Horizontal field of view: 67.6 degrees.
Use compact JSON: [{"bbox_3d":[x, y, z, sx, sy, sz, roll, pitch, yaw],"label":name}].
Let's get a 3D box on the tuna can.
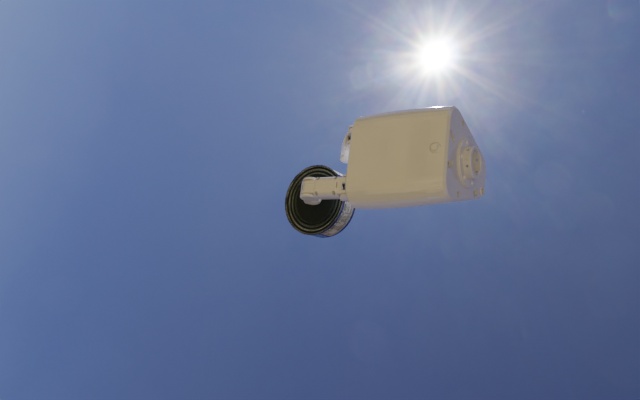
[{"bbox_3d":[0.000,0.002,0.584,0.086,0.086,0.034,0,-12,35],"label":"tuna can"}]
